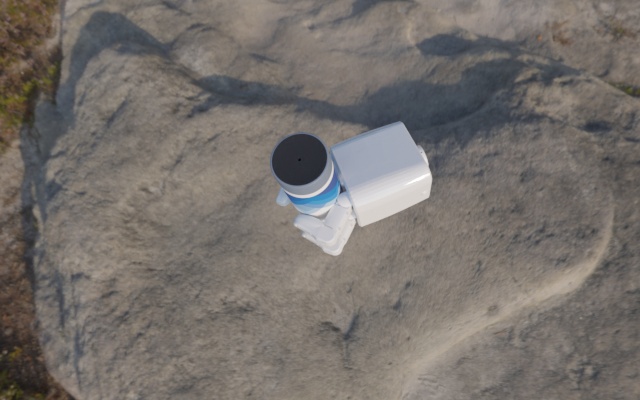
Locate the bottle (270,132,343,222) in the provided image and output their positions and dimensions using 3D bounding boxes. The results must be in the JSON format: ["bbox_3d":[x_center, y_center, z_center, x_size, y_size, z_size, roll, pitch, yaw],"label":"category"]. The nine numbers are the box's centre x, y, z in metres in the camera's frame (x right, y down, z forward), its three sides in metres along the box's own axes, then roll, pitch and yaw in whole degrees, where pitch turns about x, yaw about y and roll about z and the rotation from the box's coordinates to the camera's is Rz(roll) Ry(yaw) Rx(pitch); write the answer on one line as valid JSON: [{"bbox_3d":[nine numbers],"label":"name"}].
[{"bbox_3d":[0.000,0.002,0.658,0.069,0.069,0.296,0,-19,10],"label":"bottle"}]
